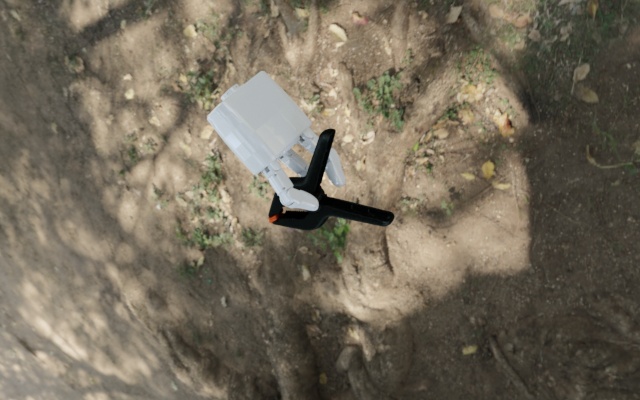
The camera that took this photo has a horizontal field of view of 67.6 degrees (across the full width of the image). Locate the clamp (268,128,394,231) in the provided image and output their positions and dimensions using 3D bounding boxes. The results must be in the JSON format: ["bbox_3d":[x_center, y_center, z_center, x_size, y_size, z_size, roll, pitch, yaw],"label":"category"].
[{"bbox_3d":[-0.001,0.003,0.726,0.210,0.164,0.036,-32,12,43],"label":"clamp"}]
